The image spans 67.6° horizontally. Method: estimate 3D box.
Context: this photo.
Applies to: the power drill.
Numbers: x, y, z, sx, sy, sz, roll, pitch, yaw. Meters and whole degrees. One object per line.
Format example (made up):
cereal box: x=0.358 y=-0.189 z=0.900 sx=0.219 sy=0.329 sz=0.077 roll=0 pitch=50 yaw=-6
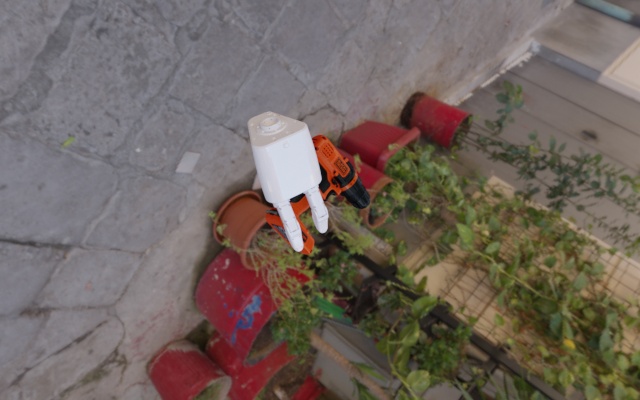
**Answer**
power drill: x=0.000 y=0.003 z=0.873 sx=0.057 sy=0.187 sz=0.184 roll=7 pitch=-34 yaw=52
